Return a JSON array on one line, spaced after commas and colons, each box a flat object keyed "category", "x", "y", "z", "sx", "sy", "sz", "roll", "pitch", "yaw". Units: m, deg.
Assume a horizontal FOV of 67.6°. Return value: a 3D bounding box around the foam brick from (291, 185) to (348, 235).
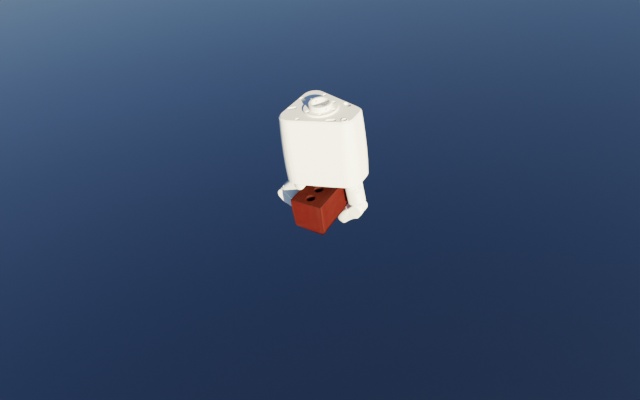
[{"category": "foam brick", "x": 0.000, "y": 0.003, "z": 0.714, "sx": 0.053, "sy": 0.051, "sz": 0.078, "roll": 17, "pitch": 46, "yaw": 28}]
